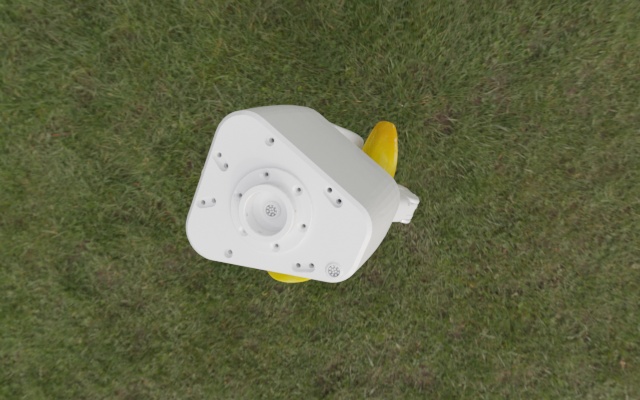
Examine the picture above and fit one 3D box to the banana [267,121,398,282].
[{"bbox_3d":[0.010,0.018,0.434,0.198,0.069,0.037,-43,-9,22],"label":"banana"}]
